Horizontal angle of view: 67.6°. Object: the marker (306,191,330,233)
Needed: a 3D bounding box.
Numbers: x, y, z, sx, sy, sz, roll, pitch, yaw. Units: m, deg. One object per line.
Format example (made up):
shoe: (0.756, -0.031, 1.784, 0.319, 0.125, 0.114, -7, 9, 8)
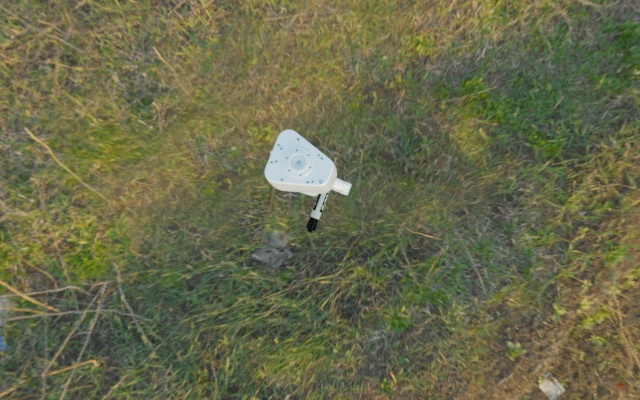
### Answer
marker: (0.000, 0.003, 0.899, 0.020, 0.121, 0.020, 21, -2, 1)
